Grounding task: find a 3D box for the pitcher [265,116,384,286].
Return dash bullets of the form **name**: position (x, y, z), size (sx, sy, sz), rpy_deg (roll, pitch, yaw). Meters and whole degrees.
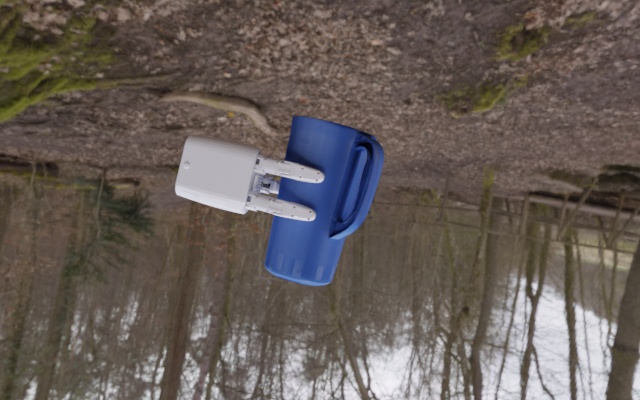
- **pitcher**: position (0.000, 0.002, 0.724), size (0.145, 0.243, 0.149), rpy_deg (14, 2, 1)
